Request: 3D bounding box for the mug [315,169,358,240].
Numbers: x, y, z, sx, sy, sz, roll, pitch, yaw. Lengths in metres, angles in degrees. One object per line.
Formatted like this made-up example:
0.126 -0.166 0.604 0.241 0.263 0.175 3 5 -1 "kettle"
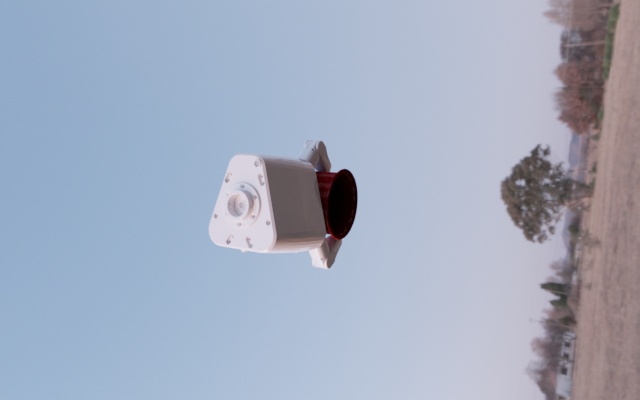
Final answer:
0.001 0.002 0.651 0.081 0.093 0.117 6 1 28 "mug"
